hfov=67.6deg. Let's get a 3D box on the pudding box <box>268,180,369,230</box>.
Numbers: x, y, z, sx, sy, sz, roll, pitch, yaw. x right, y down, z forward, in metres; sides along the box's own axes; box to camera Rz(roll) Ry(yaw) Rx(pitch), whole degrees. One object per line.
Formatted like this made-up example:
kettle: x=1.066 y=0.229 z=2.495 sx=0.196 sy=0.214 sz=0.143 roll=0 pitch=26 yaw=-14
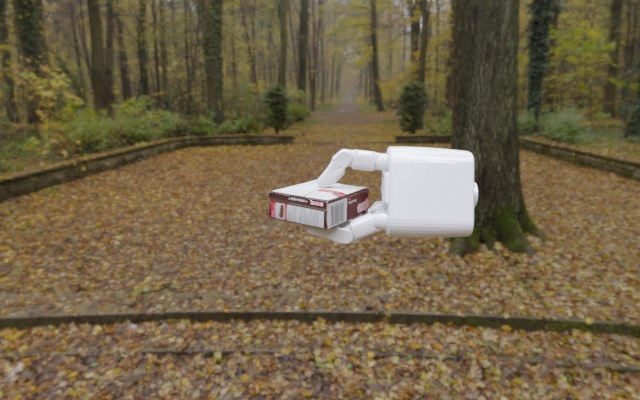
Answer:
pudding box: x=0.000 y=0.002 z=0.626 sx=0.090 sy=0.039 sz=0.113 roll=9 pitch=13 yaw=31
